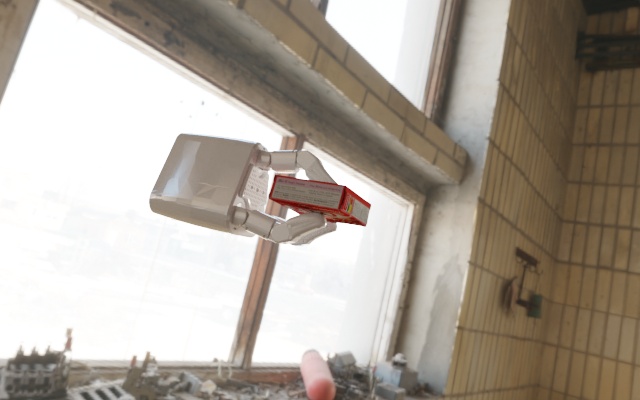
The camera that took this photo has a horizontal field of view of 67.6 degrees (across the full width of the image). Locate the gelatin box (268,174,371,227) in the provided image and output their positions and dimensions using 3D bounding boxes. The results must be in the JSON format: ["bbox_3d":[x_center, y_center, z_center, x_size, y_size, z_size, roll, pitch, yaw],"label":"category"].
[{"bbox_3d":[0.000,0.001,0.514,0.089,0.030,0.073,9,-12,29],"label":"gelatin box"}]
